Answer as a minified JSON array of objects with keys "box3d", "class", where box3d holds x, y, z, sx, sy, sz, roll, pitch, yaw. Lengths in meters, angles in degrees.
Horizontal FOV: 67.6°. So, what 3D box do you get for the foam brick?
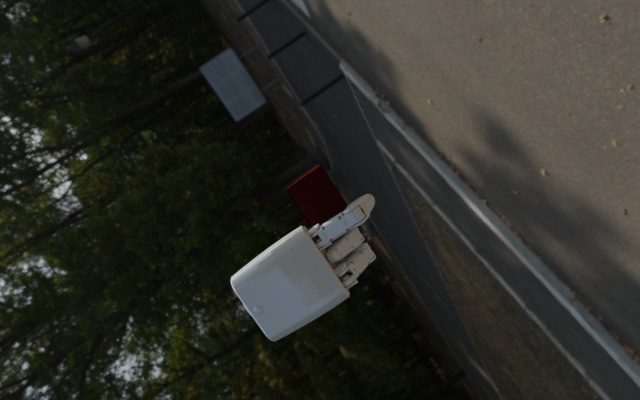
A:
[{"box3d":[0.000,0.002,0.576,0.051,0.078,0.053,-34,5,3],"class":"foam brick"}]
